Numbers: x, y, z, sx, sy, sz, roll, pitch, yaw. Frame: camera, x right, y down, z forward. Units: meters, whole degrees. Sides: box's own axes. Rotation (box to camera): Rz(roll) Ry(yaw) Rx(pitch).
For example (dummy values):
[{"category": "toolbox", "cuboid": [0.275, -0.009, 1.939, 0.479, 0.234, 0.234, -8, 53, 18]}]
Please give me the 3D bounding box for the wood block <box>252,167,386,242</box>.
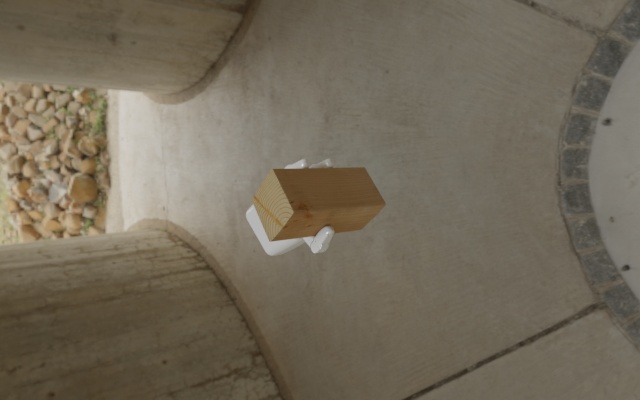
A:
[{"category": "wood block", "cuboid": [0.000, 0.003, 0.836, 0.206, 0.090, 0.090, -5, -33, -39]}]
